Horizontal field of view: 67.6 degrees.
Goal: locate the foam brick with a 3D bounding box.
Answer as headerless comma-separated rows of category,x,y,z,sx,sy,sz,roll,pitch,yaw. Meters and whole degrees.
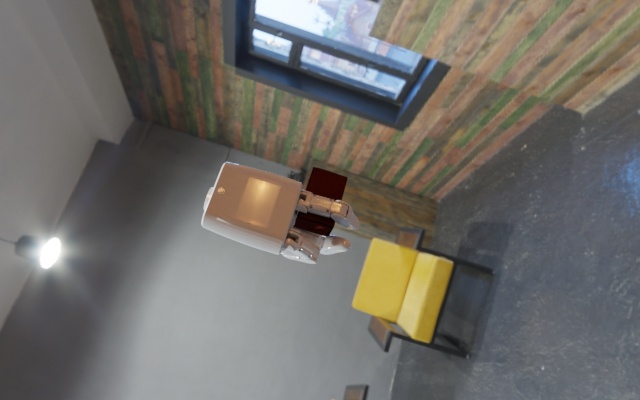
foam brick,0.000,0.002,0.658,0.051,0.078,0.053,18,-20,-2
